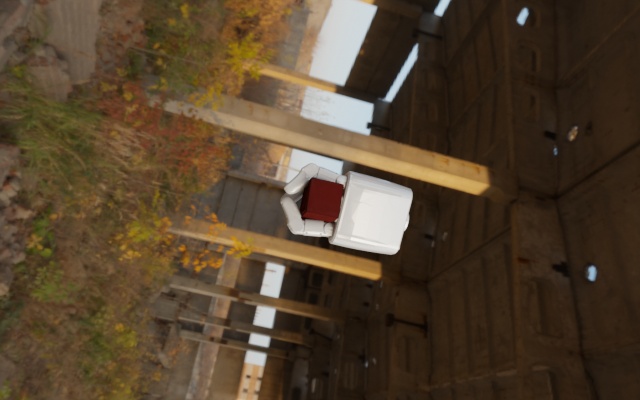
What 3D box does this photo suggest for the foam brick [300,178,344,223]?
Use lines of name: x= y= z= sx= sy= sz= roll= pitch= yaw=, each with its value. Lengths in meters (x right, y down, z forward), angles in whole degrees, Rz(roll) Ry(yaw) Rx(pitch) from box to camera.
foam brick: x=0.000 y=0.002 z=0.725 sx=0.051 sy=0.053 sz=0.078 roll=12 pitch=-12 yaw=-8
